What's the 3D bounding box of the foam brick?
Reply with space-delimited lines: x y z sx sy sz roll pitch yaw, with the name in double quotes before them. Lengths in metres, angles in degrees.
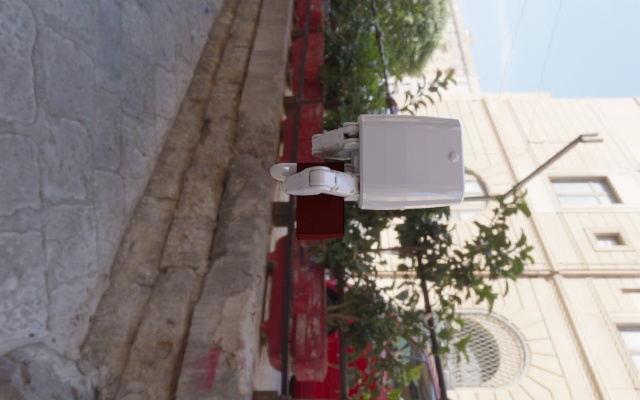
"foam brick" 0.000 0.002 0.515 0.051 0.078 0.053 0 -9 -1
